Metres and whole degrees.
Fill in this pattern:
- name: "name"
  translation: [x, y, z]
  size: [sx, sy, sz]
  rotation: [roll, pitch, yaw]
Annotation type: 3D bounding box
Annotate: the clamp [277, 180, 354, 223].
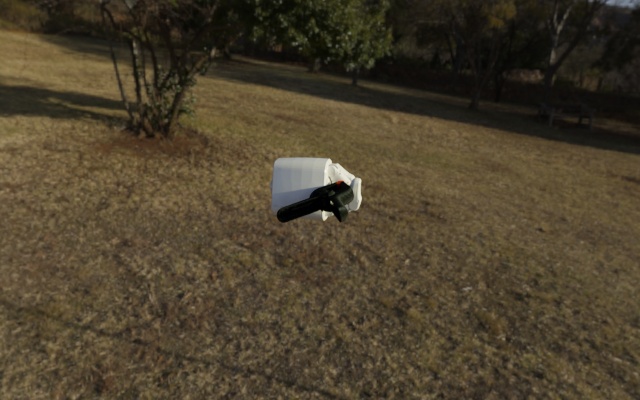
- name: "clamp"
  translation: [0.000, 0.002, 0.820]
  size: [0.120, 0.039, 0.171]
  rotation: [2, 16, 13]
